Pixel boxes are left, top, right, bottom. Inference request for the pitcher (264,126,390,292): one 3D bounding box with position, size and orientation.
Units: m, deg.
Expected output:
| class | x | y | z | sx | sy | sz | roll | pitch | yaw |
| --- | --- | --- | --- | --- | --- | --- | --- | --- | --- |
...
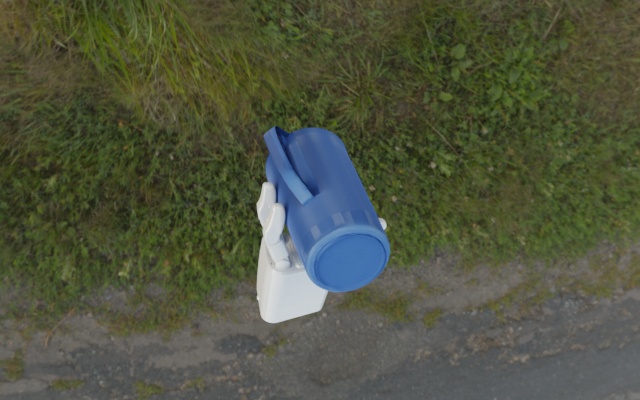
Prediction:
| class | x | y | z | sx | sy | sz | roll | pitch | yaw |
| --- | --- | --- | --- | --- | --- | --- | --- | --- | --- |
| pitcher | 0.000 | 0.002 | 0.662 | 0.149 | 0.145 | 0.242 | 0 | 34 | -17 |
